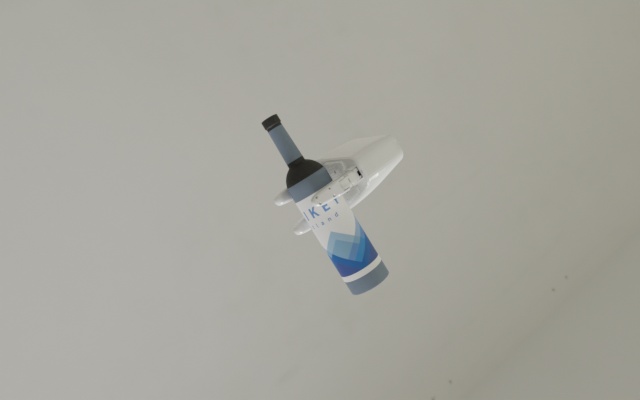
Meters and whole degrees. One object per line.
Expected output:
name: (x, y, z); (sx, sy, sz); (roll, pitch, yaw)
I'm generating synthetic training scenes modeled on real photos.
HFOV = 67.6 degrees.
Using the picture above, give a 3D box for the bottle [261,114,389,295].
bottle: (0.000, 0.003, 0.724); (0.069, 0.296, 0.069); (-31, 5, 3)
